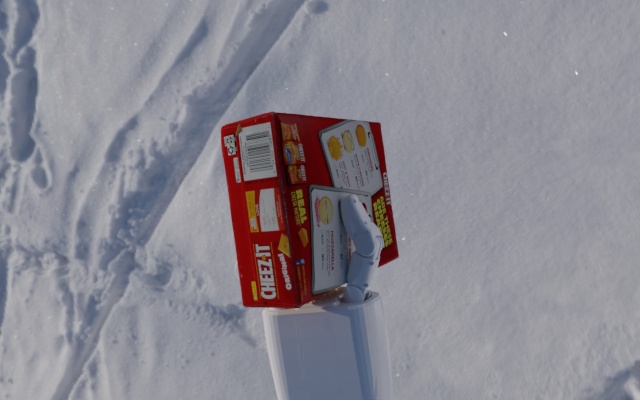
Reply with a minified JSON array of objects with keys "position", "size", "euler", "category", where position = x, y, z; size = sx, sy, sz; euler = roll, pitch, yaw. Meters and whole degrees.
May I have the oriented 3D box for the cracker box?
[{"position":[0.000,0.002,0.490],"size":[0.072,0.164,0.213],"euler":[-7,2,31],"category":"cracker box"}]
